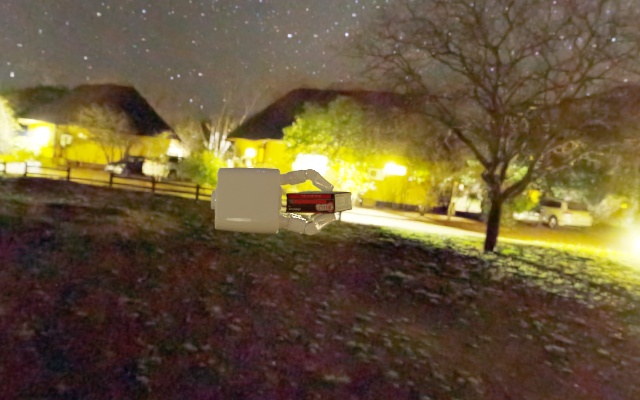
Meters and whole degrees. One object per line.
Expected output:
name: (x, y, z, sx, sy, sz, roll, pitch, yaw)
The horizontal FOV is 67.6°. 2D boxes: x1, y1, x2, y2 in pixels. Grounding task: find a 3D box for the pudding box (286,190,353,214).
pudding box: (0.000, 0.003, 0.851, 0.090, 0.039, 0.113, 2, 5, 20)
